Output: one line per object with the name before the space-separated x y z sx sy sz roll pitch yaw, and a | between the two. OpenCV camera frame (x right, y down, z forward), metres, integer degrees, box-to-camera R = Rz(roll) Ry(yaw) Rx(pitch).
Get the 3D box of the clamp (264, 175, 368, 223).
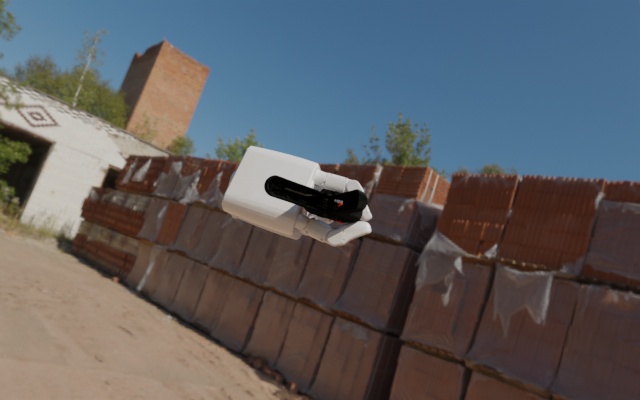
clamp | 0.000 0.001 0.601 0.120 0.039 0.171 17 -9 8
